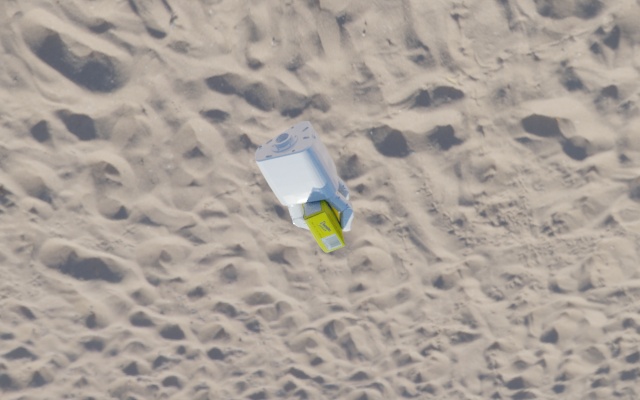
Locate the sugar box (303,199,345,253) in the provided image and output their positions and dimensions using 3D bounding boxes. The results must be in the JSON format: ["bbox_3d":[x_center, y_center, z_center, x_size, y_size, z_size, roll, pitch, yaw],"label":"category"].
[{"bbox_3d":[0.001,0.003,0.885,0.048,0.093,0.176,-21,38,12],"label":"sugar box"}]
